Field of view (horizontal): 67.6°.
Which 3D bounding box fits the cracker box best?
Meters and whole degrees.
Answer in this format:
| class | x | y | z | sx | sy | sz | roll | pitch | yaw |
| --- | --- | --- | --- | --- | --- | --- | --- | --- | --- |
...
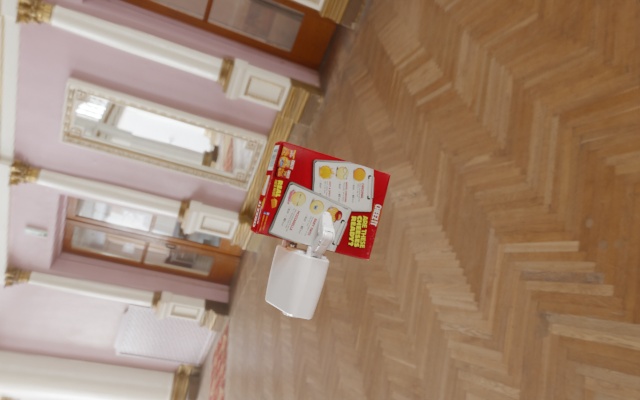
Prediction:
| class | x | y | z | sx | sy | sz | roll | pitch | yaw |
| --- | --- | --- | --- | --- | --- | --- | --- | --- | --- |
| cracker box | 0.000 | 0.003 | 0.856 | 0.214 | 0.164 | 0.072 | 15 | -2 | -18 |
